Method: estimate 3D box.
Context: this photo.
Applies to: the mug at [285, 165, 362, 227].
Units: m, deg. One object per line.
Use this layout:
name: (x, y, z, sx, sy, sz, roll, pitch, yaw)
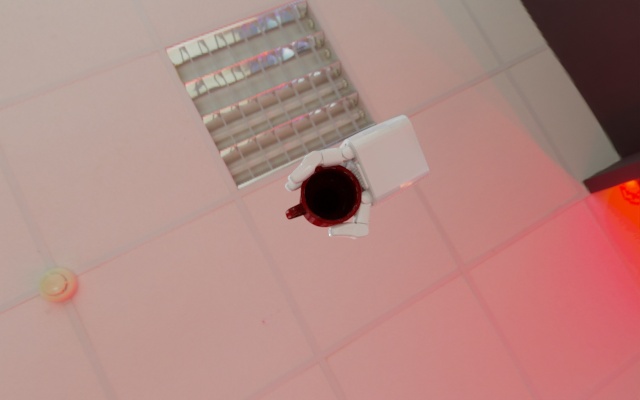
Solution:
mug: (-0.001, 0.003, 0.746, 0.117, 0.093, 0.081, -26, -6, -13)
